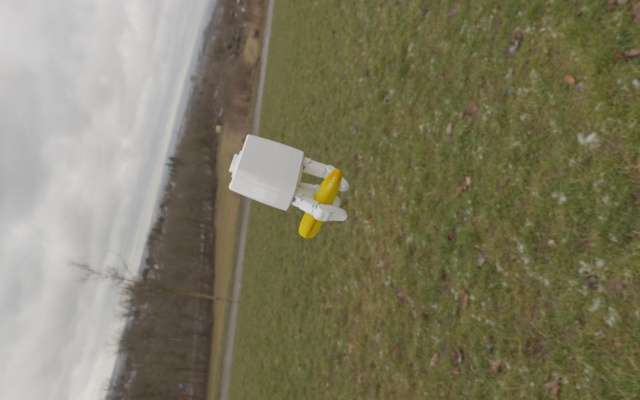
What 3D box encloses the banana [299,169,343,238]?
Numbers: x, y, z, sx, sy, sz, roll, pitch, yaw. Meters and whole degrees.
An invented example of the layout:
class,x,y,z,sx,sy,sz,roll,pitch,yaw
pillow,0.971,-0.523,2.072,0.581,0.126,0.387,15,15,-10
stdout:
class,x,y,z,sx,sy,sz,roll,pitch,yaw
banana,-0.006,0.019,0.866,0.037,0.069,0.198,23,-35,-2
